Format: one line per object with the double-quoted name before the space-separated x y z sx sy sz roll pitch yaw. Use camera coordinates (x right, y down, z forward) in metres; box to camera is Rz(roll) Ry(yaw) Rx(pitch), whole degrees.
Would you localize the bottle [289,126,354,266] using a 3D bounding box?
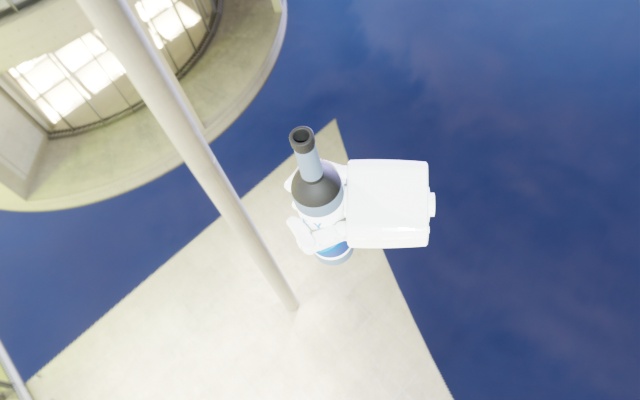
"bottle" 0.000 0.002 0.644 0.069 0.069 0.296 0 -29 9
